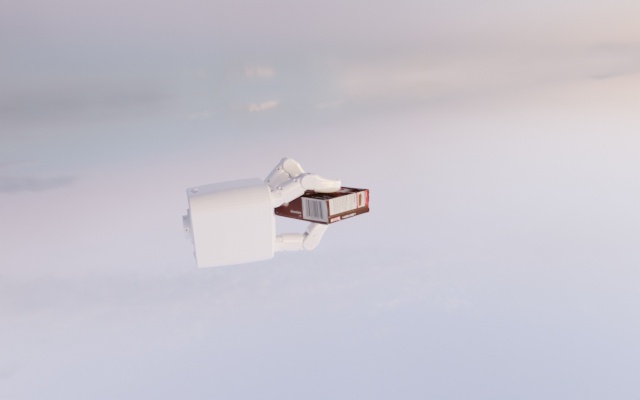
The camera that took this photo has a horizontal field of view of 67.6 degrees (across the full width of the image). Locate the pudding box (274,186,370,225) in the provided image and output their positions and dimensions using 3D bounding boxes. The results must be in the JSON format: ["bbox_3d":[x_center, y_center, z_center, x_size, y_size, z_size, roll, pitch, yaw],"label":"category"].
[{"bbox_3d":[0.000,0.002,0.687,0.113,0.039,0.090,10,18,44],"label":"pudding box"}]
